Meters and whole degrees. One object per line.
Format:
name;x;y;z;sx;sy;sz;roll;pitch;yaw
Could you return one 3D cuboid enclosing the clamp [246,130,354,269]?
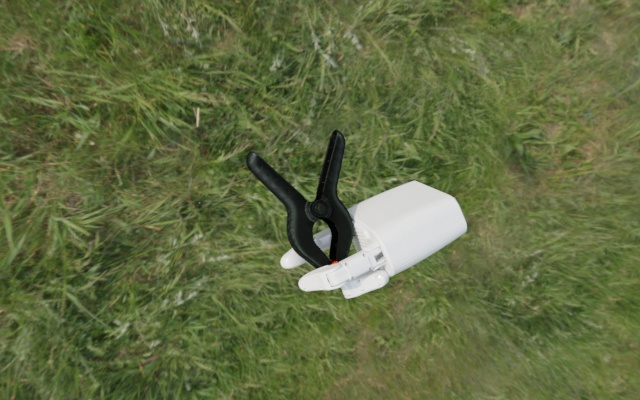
clamp;0.000;0.002;0.553;0.120;0.171;0.039;-26;6;-13
